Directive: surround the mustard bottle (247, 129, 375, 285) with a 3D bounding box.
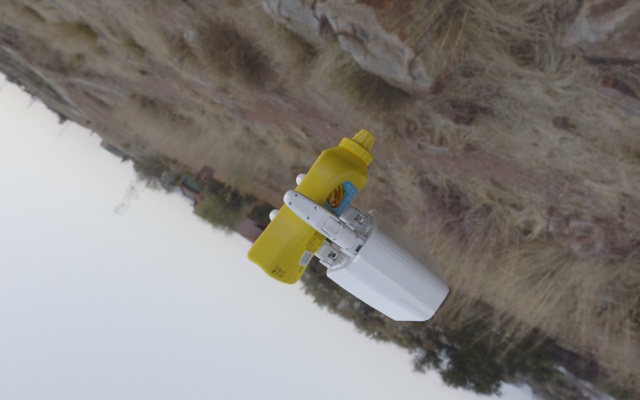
[{"bbox_3d":[0.000,0.002,0.536,0.058,0.191,0.096,35,-3,21],"label":"mustard bottle"}]
